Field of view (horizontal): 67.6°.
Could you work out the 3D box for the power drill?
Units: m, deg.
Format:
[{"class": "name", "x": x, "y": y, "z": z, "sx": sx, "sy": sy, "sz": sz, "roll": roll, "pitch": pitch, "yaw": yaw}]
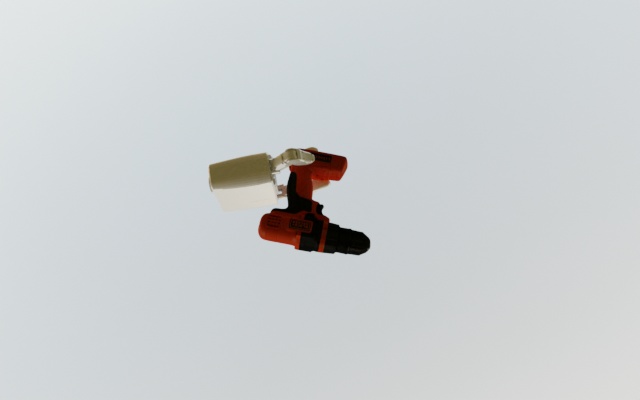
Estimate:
[{"class": "power drill", "x": 0.000, "y": 0.002, "z": 0.816, "sx": 0.184, "sy": 0.187, "sz": 0.057, "roll": 11, "pitch": -37, "yaw": -2}]
